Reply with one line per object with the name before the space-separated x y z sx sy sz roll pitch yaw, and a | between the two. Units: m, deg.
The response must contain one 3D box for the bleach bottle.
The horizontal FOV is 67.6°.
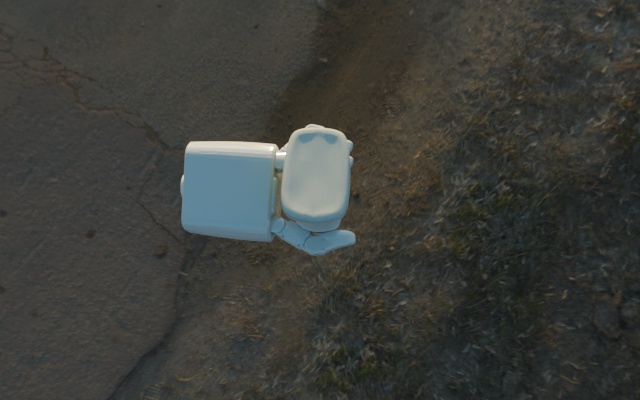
bleach bottle | 0.000 0.002 0.589 0.068 0.102 0.251 3 -14 3
